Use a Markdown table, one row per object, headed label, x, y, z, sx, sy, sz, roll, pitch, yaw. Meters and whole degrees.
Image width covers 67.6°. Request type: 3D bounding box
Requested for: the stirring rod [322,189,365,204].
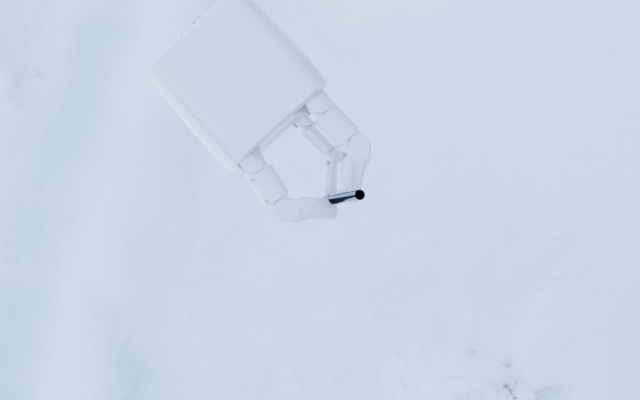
| label | x | y | z | sx | sy | sz | roll | pitch | yaw |
| --- | --- | --- | --- | --- | --- | --- | --- | --- | --- |
| stirring rod | 0.000 | 0.002 | 0.469 | 0.011 | 0.011 | 0.239 | 0 | -3 | -14 |
